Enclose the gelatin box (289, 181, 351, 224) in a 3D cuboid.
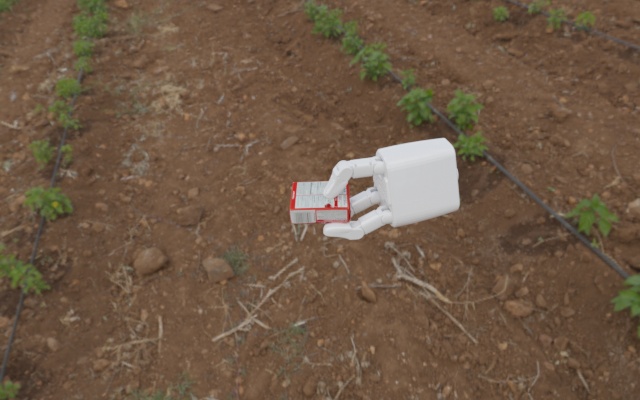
[{"bbox_3d":[0.000,0.002,0.720,0.089,0.030,0.073,-1,36,2],"label":"gelatin box"}]
